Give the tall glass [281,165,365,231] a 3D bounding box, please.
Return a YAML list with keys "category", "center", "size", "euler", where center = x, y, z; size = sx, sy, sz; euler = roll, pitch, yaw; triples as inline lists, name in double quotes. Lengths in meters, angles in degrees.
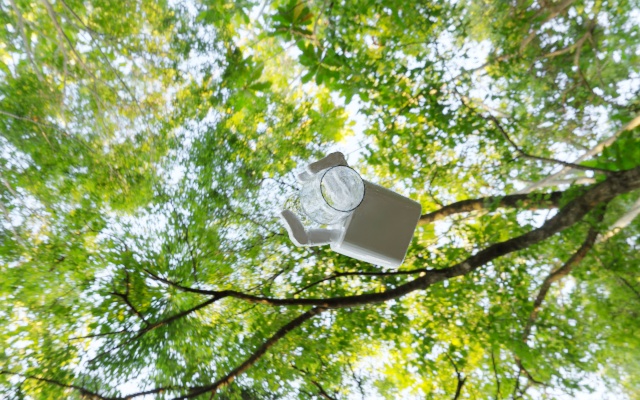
- category: "tall glass"
  center: [0.000, 0.002, 0.702]
  size: [0.079, 0.079, 0.201]
  euler: [0, -10, -17]
